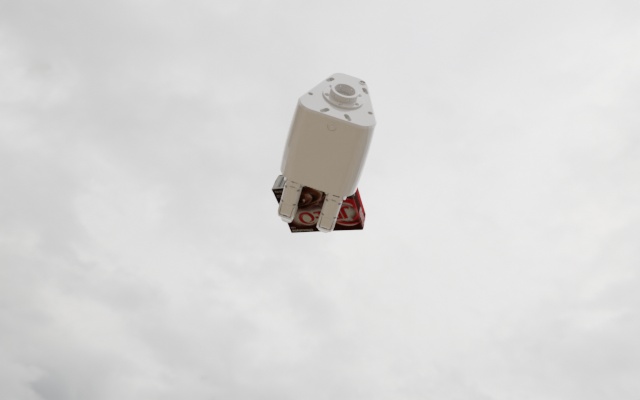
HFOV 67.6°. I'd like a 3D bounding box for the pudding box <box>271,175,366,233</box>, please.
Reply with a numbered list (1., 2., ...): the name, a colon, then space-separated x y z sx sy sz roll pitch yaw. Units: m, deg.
1. pudding box: 0.000 0.002 0.669 0.113 0.090 0.039 -2 42 21
